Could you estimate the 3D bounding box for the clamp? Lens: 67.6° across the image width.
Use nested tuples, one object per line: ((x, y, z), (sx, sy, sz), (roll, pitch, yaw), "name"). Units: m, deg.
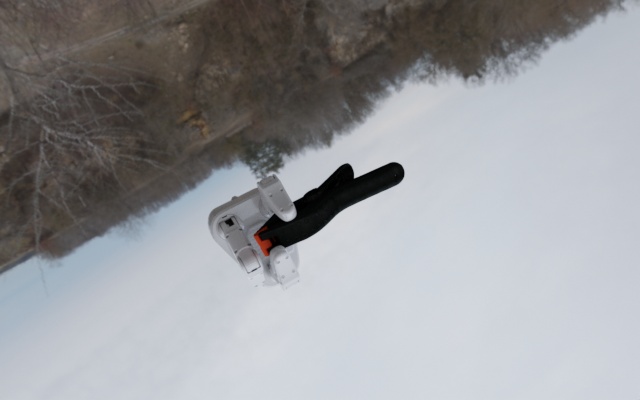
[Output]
((0.000, 0.002, 0.536), (0.171, 0.039, 0.120), (-28, 10, -13), "clamp")
